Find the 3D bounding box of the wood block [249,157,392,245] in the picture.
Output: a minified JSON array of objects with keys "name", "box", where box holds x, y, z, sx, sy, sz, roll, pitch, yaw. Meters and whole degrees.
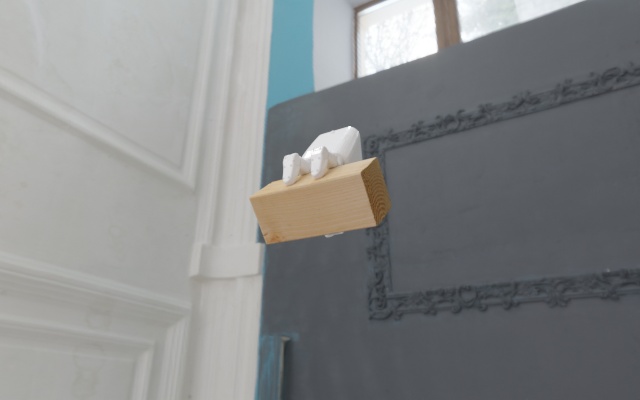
[{"name":"wood block","box":[0.000,0.003,0.797,0.206,0.091,0.090,-12,15,28]}]
